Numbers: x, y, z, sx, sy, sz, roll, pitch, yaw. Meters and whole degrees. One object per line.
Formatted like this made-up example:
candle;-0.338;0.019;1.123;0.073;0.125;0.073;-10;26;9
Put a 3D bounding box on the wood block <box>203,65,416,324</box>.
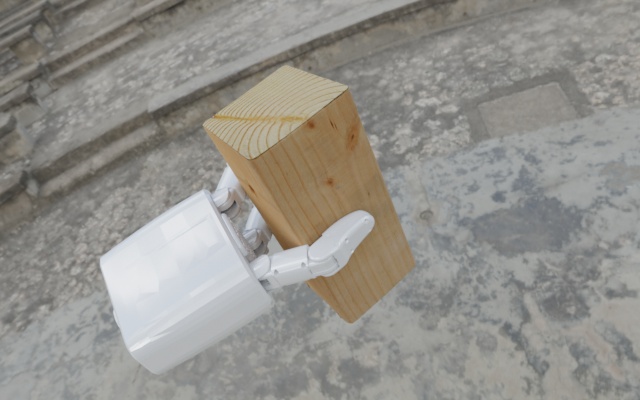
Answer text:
wood block;0.000;0.002;0.418;0.090;0.206;0.090;-39;41;-14
